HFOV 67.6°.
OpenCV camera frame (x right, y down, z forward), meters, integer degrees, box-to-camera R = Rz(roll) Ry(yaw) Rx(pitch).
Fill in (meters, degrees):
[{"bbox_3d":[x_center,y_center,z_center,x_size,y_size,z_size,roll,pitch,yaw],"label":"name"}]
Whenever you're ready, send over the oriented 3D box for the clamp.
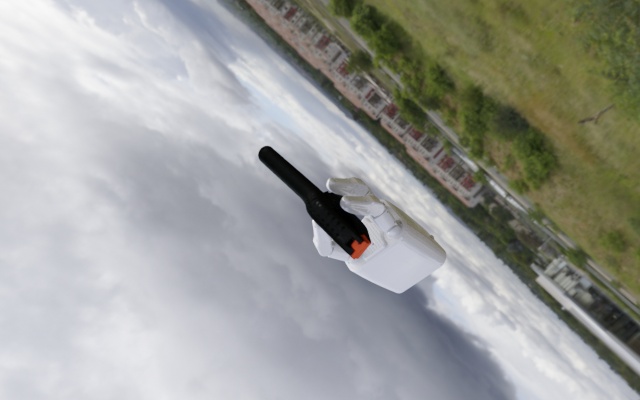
[{"bbox_3d":[0.000,0.003,0.646,0.164,0.036,0.210,29,15,-32],"label":"clamp"}]
